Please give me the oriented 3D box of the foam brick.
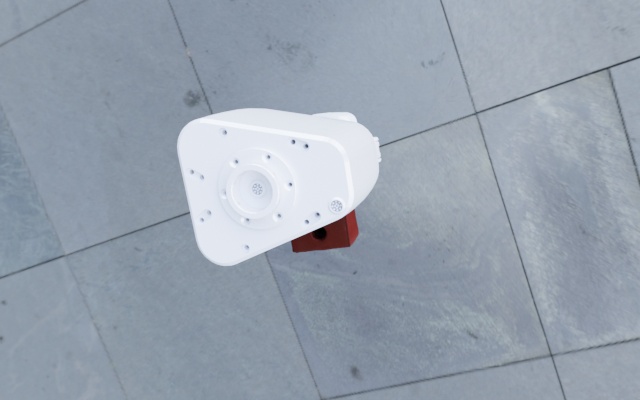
[{"bbox_3d":[0.000,0.002,0.421,0.053,0.078,0.051,-7,10,14],"label":"foam brick"}]
